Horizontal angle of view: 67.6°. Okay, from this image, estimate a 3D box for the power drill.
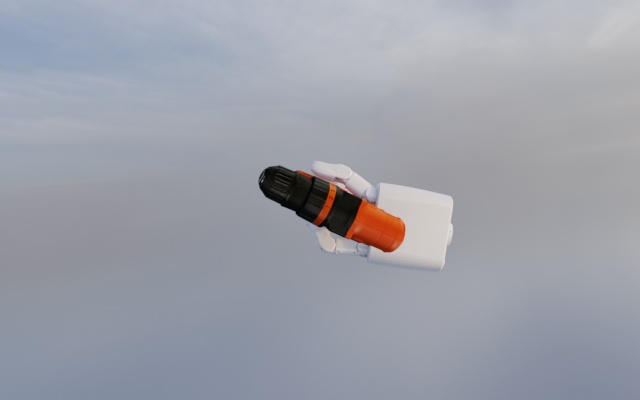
[{"bbox_3d":[0.000,0.002,0.616,0.184,0.057,0.187,26,3,-14],"label":"power drill"}]
